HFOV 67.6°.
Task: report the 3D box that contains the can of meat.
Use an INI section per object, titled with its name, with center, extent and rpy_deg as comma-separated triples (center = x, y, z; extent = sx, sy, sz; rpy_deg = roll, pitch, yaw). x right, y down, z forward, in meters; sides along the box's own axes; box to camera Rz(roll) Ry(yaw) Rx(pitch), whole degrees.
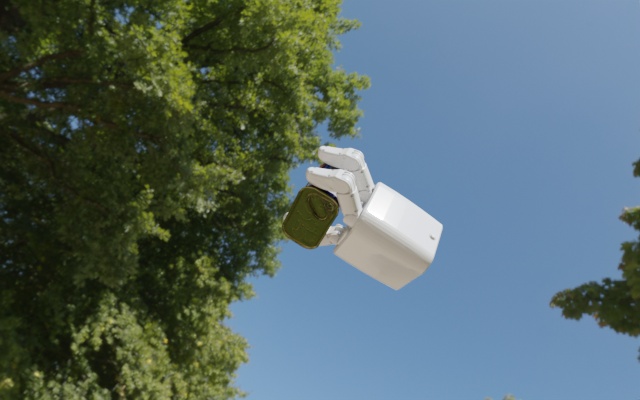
[can of meat]
center = 0.000, 0.002, 0.647
extent = 0.057, 0.102, 0.084
rpy_deg = 31, 42, 2
